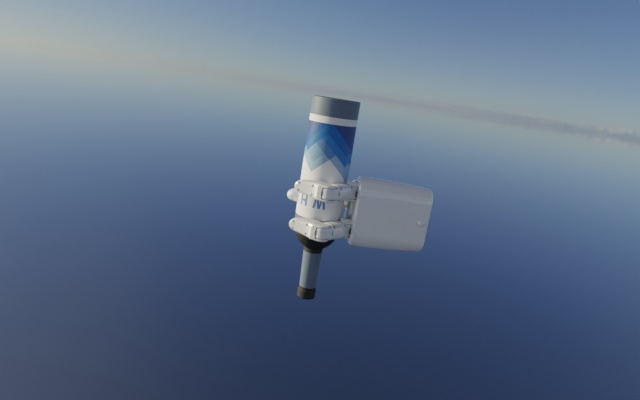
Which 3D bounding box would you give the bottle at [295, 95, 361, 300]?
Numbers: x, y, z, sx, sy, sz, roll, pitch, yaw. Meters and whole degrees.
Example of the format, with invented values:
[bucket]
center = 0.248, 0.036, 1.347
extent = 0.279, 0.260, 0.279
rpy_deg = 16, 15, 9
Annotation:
[bottle]
center = 0.000, 0.002, 0.687
extent = 0.069, 0.296, 0.069
rpy_deg = 8, 13, -2
